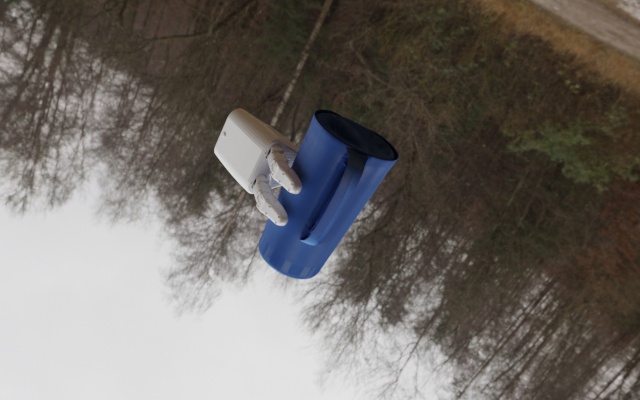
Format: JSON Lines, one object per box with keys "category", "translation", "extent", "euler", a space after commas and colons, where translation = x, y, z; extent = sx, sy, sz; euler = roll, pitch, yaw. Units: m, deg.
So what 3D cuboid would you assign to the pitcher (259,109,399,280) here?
{"category": "pitcher", "translation": [0.000, 0.002, 0.705], "extent": [0.145, 0.243, 0.149], "euler": [43, 28, 29]}
